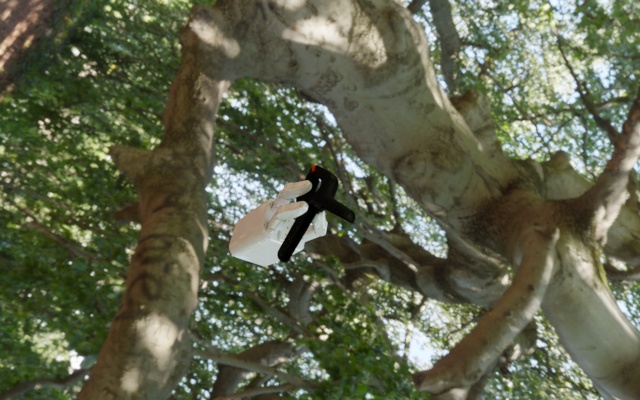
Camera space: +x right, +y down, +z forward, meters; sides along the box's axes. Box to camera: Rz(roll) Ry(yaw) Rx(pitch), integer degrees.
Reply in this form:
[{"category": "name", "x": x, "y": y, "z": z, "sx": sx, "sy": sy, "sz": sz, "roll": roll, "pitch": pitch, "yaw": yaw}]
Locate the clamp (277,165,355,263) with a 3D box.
[{"category": "clamp", "x": 0.001, "y": 0.003, "z": 0.866, "sx": 0.164, "sy": 0.209, "sz": 0.036, "roll": -27, "pitch": -55, "yaw": 31}]
